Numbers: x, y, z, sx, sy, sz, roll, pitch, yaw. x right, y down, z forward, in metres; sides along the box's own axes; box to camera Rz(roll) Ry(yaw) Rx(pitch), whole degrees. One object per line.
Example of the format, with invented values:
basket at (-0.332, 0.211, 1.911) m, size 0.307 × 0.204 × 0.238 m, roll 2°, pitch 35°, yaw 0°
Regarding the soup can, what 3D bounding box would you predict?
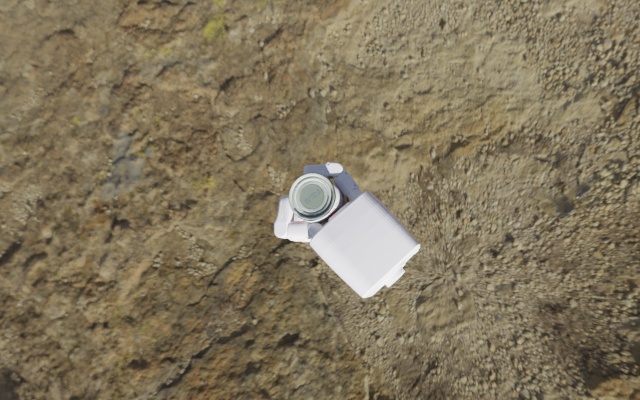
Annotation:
soup can at (0.000, 0.002, 0.688) m, size 0.068 × 0.068 × 0.102 m, roll 0°, pitch -9°, yaw 15°
